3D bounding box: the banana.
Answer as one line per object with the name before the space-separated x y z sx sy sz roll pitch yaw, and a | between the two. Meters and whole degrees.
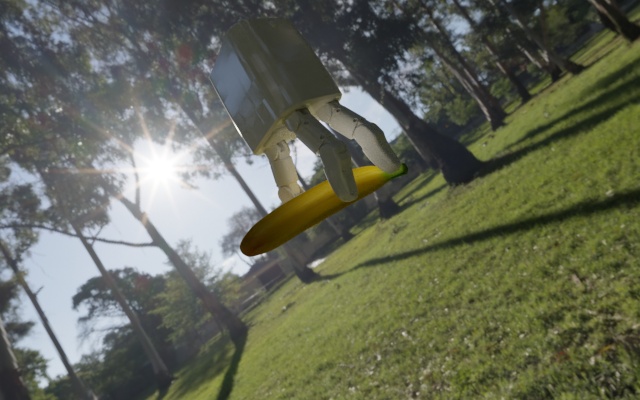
banana | -0.004 0.004 0.494 0.197 0.037 0.069 -29 -1 -24
